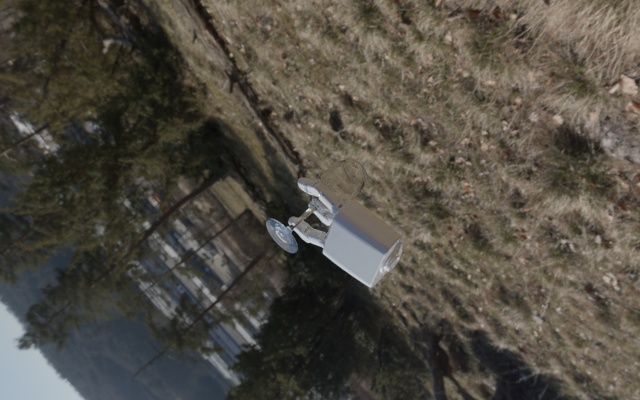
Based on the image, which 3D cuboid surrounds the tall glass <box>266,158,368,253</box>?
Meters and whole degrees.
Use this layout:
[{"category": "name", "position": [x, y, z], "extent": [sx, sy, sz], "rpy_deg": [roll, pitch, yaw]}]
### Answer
[{"category": "tall glass", "position": [0.000, 0.003, 0.856], "extent": [0.201, 0.079, 0.079], "rpy_deg": [-42, 22, -27]}]
